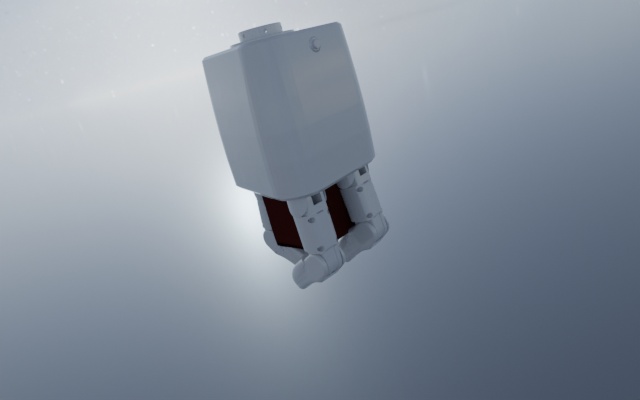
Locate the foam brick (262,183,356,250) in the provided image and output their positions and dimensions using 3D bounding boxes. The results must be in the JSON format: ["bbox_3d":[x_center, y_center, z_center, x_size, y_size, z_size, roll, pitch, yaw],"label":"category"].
[{"bbox_3d":[0.000,0.001,0.402,0.053,0.051,0.078,2,24,42],"label":"foam brick"}]
